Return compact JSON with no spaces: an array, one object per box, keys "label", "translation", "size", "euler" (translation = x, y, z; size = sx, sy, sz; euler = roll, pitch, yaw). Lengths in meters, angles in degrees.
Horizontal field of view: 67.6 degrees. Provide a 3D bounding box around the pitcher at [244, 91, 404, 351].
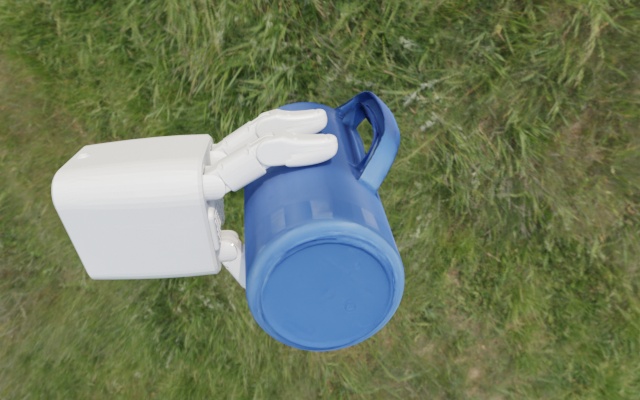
[{"label":"pitcher","translation":[0.000,0.001,0.416],"size":[0.145,0.149,0.242],"euler":[-4,27,-4]}]
